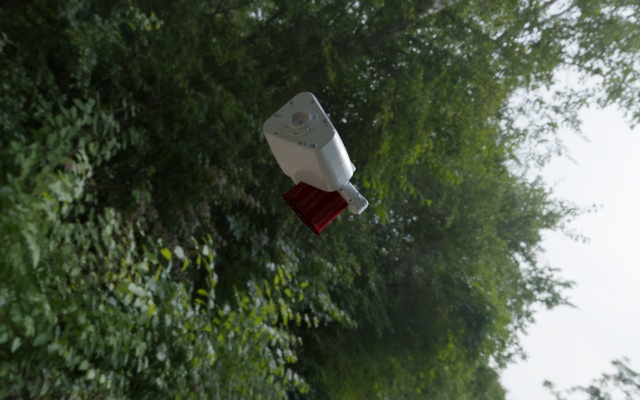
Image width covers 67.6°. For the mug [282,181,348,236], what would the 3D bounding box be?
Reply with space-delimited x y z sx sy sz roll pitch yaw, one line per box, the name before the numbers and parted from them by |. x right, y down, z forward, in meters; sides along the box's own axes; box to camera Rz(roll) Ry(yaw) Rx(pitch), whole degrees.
mug | 0.001 0.003 0.790 0.093 0.081 0.117 43 -11 30
